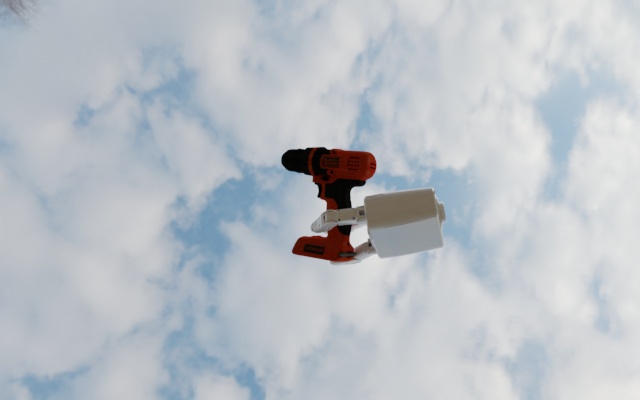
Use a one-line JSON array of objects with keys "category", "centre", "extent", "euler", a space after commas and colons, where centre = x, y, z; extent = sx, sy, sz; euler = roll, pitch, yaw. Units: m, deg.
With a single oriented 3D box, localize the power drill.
[{"category": "power drill", "centre": [0.000, 0.003, 0.807], "extent": [0.184, 0.187, 0.057], "euler": [7, 2, 36]}]
